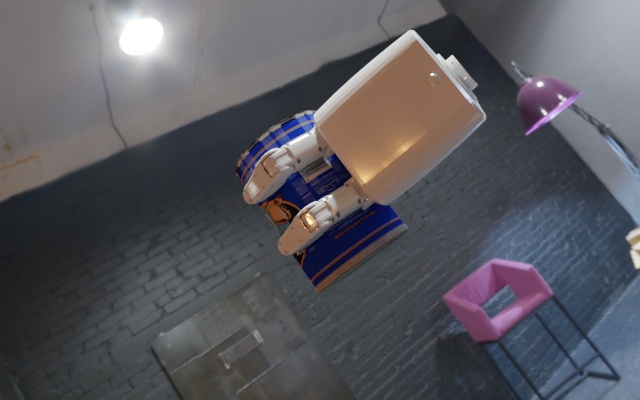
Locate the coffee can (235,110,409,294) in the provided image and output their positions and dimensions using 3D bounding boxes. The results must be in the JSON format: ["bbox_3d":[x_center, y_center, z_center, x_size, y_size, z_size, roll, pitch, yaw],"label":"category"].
[{"bbox_3d":[0.000,0.002,0.453,0.103,0.140,0.103,-34,-11,-8],"label":"coffee can"}]
